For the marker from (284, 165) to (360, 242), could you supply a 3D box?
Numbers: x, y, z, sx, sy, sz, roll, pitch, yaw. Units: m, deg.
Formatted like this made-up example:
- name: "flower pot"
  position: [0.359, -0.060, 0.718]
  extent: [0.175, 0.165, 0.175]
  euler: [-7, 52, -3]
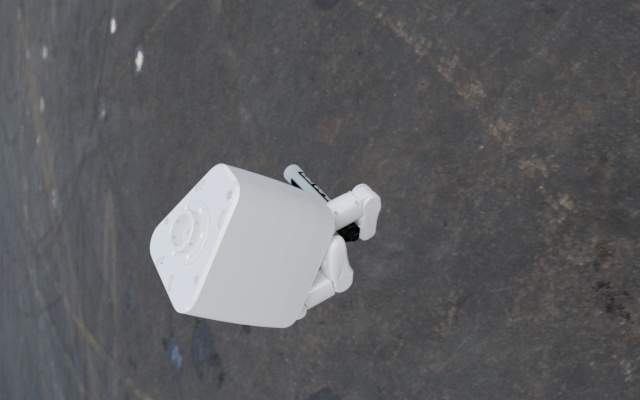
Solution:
- name: "marker"
  position: [0.000, 0.002, 0.470]
  extent: [0.020, 0.020, 0.121]
  euler: [0, 32, -38]
